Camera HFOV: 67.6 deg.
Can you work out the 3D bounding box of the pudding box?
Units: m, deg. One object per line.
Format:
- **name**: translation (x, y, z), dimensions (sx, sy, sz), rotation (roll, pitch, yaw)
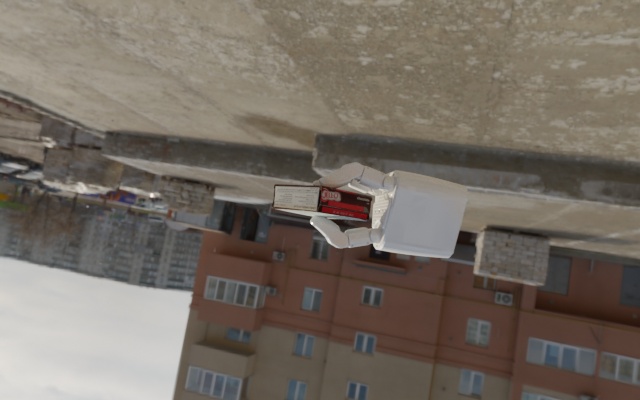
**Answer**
- **pudding box**: translation (0.000, 0.002, 0.653), dimensions (0.090, 0.039, 0.113), rotation (12, -7, -37)
